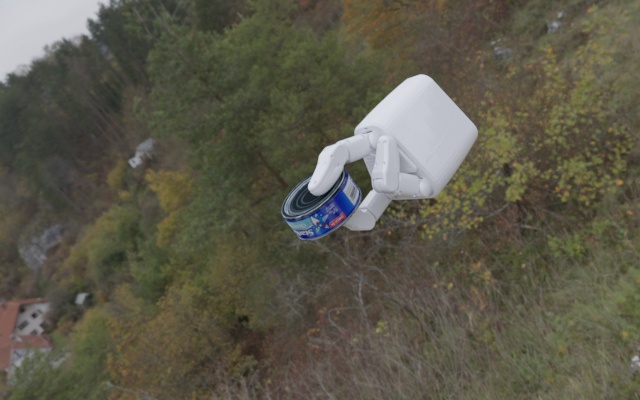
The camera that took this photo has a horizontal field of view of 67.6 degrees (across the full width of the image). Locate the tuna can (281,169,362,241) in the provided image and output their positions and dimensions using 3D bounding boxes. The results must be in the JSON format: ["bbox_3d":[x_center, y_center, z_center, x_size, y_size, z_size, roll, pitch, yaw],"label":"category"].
[{"bbox_3d":[0.000,0.001,0.518,0.086,0.034,0.086,-30,26,16],"label":"tuna can"}]
